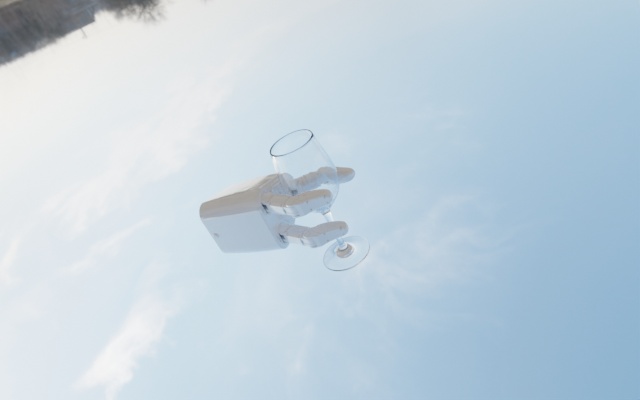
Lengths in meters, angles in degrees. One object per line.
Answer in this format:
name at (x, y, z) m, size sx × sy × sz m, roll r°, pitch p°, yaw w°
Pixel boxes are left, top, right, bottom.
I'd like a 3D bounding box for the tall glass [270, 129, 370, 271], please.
tall glass at (0.001, 0.003, 0.664) m, size 0.079 × 0.201 × 0.079 m, roll -19°, pitch 31°, yaw 12°
